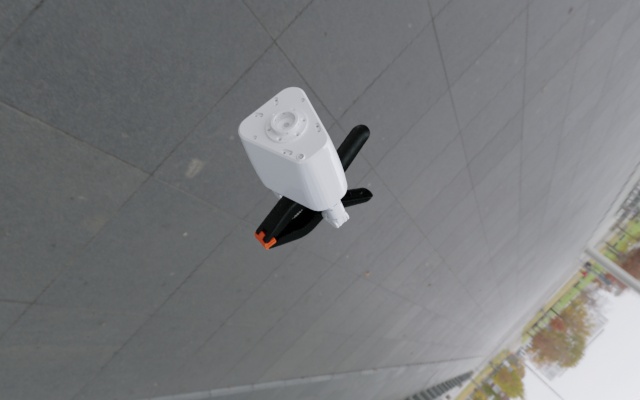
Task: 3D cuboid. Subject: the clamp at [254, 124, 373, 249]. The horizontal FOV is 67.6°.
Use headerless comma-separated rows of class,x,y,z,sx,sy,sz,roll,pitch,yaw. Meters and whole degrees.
clamp,0.000,0.003,0.694,0.036,0.210,0.165,43,-13,31
